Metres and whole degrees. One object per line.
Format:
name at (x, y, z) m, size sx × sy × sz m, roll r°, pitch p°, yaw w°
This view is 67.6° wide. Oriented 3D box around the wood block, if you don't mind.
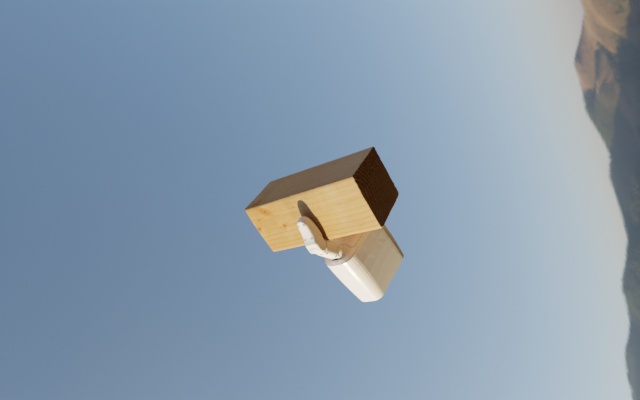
wood block at (0.000, 0.003, 0.729) m, size 0.206 × 0.090 × 0.090 m, roll -16°, pitch 25°, yaw 35°
